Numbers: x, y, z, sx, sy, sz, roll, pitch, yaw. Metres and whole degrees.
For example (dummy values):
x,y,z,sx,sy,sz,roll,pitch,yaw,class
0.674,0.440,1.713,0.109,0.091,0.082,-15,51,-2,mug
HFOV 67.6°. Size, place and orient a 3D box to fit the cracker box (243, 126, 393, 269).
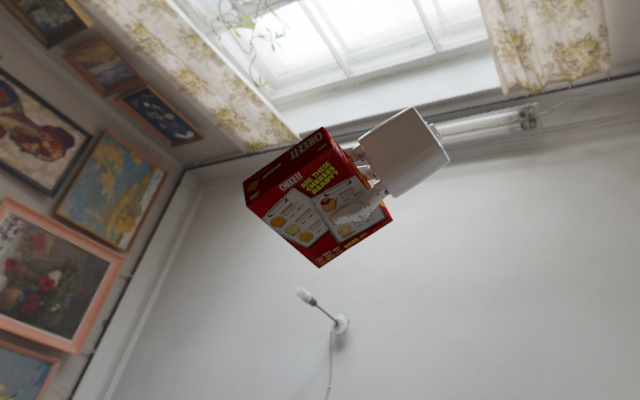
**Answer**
x,y,z,sx,sy,sz,roll,pitch,yaw,class
0.000,0.003,0.799,0.164,0.072,0.214,-34,-48,11,cracker box
